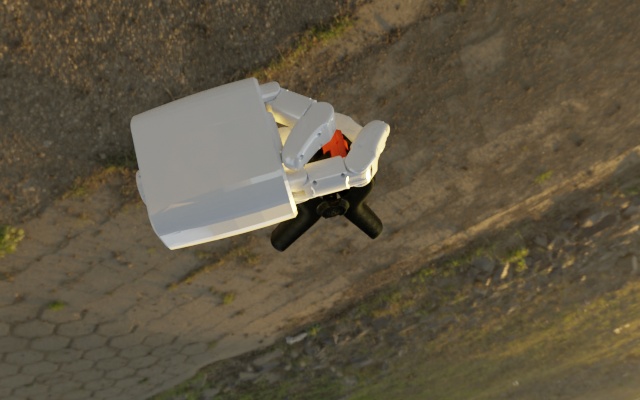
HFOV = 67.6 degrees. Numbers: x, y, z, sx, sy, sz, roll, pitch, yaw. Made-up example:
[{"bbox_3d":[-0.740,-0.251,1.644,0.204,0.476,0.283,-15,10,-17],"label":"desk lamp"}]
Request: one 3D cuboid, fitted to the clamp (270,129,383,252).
[{"bbox_3d":[0.000,0.002,0.456,0.120,0.039,0.172,-17,-34,-3],"label":"clamp"}]
